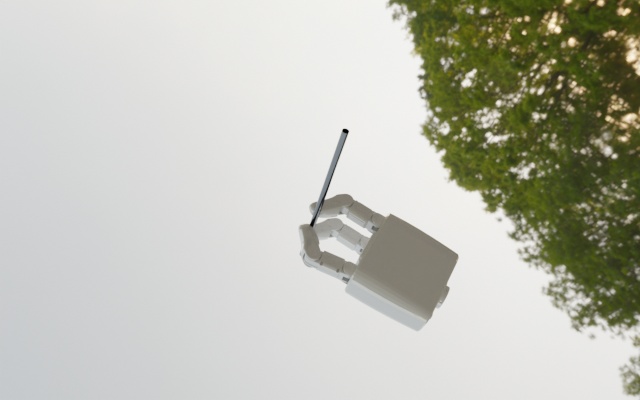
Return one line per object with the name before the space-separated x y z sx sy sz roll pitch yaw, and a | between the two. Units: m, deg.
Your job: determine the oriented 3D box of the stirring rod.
stirring rod | 0.000 0.002 0.588 0.011 0.011 0.240 0 -38 -16
